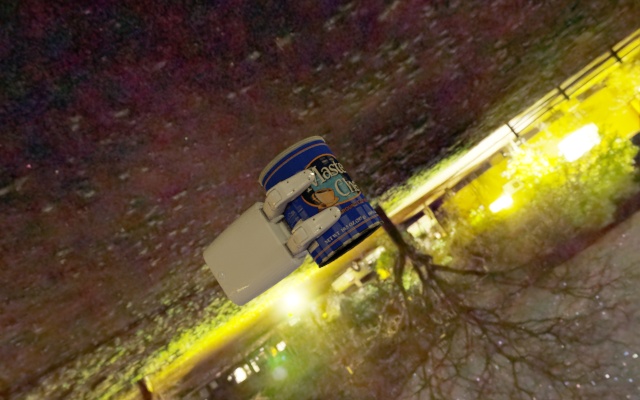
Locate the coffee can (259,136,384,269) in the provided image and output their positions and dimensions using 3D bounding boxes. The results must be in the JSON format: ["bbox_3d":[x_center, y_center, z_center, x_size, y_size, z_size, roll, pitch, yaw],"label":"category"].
[{"bbox_3d":[0.000,0.002,0.622,0.103,0.140,0.103,-34,-11,-8],"label":"coffee can"}]
